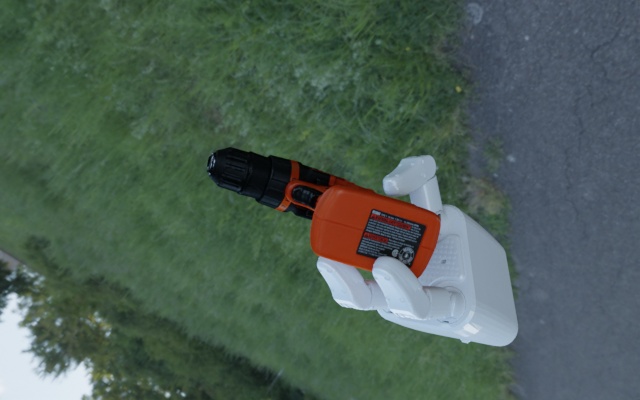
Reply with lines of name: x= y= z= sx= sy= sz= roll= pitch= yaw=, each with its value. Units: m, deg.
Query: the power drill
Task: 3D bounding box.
power drill: x=0.000 y=0.002 z=0.419 sx=0.184 sy=0.057 sz=0.187 roll=15 pitch=8 yaw=-23
